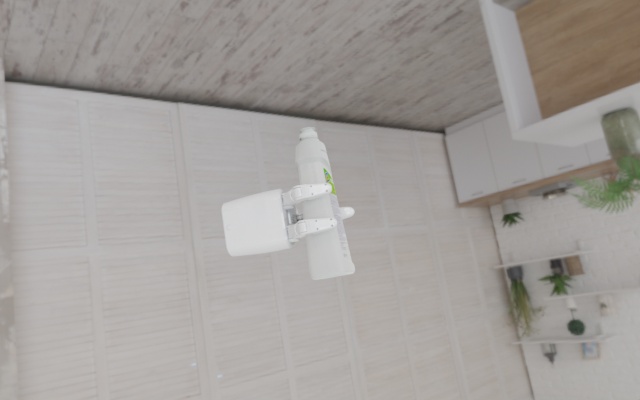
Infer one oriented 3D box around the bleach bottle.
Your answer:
[{"bbox_3d":[0.000,0.003,0.799,0.068,0.250,0.102,-12,-10,10],"label":"bleach bottle"}]
